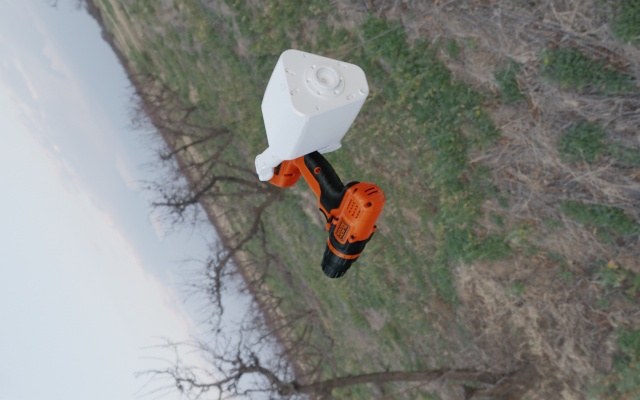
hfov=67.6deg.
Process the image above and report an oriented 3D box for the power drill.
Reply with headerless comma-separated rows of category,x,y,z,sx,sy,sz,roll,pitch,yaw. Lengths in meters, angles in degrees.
power drill,0.000,0.002,0.684,0.057,0.187,0.185,-23,-30,-37
